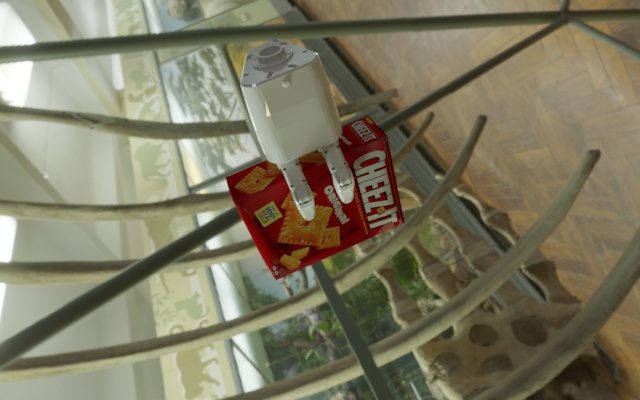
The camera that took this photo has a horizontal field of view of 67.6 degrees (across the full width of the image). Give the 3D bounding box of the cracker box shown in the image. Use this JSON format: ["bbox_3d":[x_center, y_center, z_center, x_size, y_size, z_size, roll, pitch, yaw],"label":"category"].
[{"bbox_3d":[0.000,0.002,0.668,0.213,0.164,0.072,-23,40,-5],"label":"cracker box"}]
